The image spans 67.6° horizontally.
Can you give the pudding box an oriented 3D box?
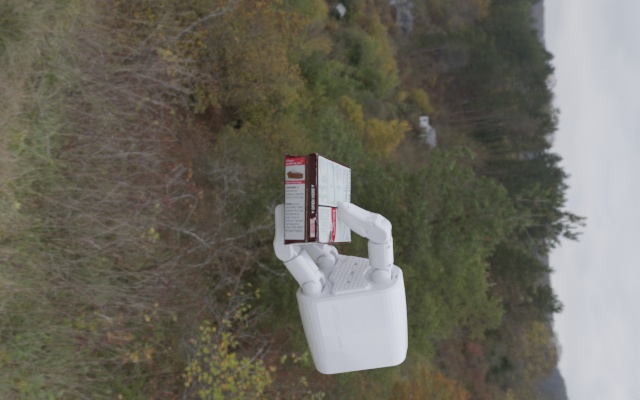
[{"bbox_3d":[0.000,0.002,0.505,0.039,0.090,0.113,-2,-5,19],"label":"pudding box"}]
